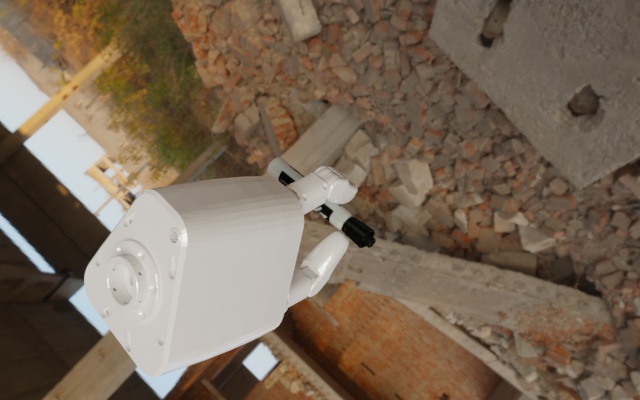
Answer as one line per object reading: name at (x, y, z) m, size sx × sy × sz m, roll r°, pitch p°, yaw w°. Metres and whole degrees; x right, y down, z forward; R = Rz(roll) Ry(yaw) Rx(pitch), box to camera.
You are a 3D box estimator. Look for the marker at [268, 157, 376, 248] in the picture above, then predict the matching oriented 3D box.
marker at (0.000, 0.001, 0.418) m, size 0.121 × 0.020 × 0.020 m, roll 39°, pitch 19°, yaw 25°
